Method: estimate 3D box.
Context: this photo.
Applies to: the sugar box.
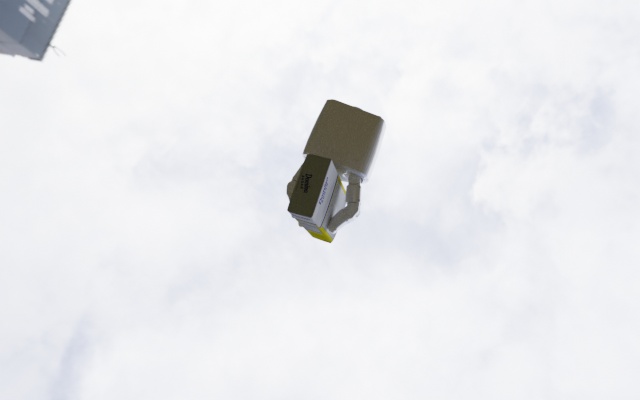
[{"bbox_3d":[0.000,0.002,0.753,0.048,0.093,0.176,15,-14,18],"label":"sugar box"}]
